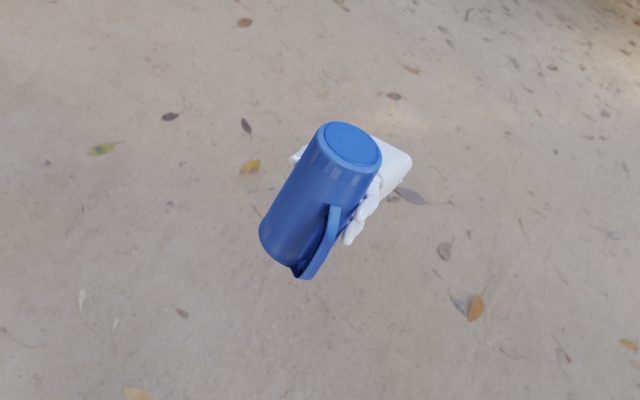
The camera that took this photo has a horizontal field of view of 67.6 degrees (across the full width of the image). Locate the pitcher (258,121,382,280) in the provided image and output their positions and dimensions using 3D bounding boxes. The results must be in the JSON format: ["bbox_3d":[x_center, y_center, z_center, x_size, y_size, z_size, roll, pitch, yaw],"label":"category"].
[{"bbox_3d":[0.000,0.002,0.764,0.145,0.149,0.243,-31,-20,-45],"label":"pitcher"}]
